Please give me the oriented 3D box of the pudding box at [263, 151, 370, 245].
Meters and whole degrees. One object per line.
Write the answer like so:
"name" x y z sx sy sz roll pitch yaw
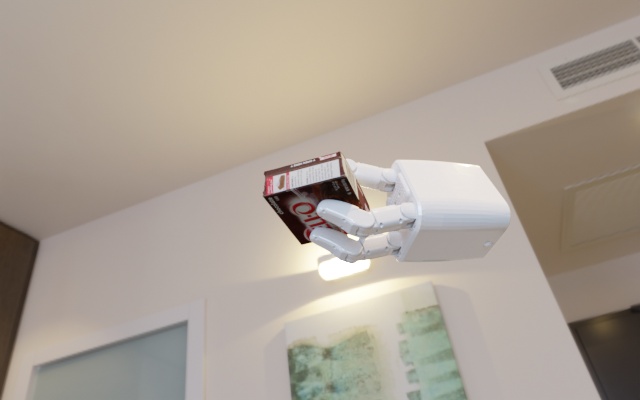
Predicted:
"pudding box" 0.000 0.002 0.524 0.090 0.039 0.114 -15 -38 14
